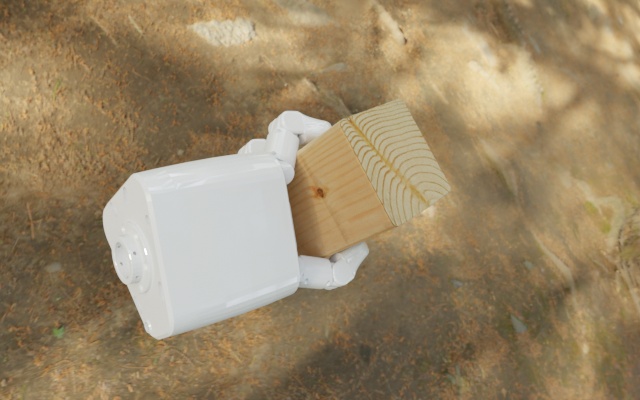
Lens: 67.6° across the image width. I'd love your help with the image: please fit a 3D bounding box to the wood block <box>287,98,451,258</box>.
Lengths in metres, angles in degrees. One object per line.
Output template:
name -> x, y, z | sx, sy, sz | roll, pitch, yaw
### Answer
wood block -> 0.000, 0.002, 0.446 | 0.090, 0.091, 0.206 | -27, -1, -43
